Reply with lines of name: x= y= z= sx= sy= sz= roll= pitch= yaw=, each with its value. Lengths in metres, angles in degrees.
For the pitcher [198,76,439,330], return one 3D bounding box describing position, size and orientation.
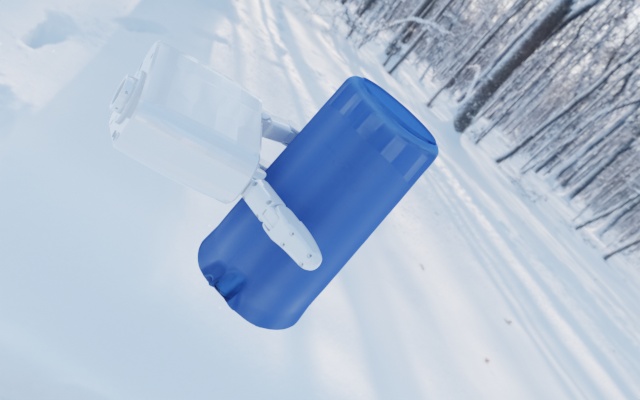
pitcher: x=0.000 y=0.002 z=0.480 sx=0.145 sy=0.243 sz=0.149 roll=28 pitch=25 yaw=-31
